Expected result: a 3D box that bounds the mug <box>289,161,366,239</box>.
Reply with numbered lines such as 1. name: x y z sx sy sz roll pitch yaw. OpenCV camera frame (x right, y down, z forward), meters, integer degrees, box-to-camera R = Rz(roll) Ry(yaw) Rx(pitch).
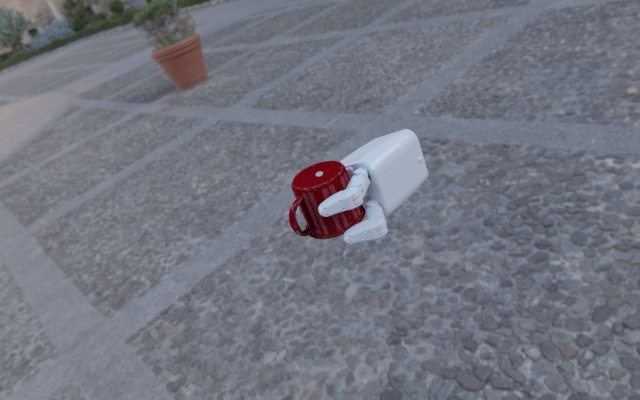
1. mug: -0.001 0.003 0.679 0.117 0.081 0.093 -38 31 -28
